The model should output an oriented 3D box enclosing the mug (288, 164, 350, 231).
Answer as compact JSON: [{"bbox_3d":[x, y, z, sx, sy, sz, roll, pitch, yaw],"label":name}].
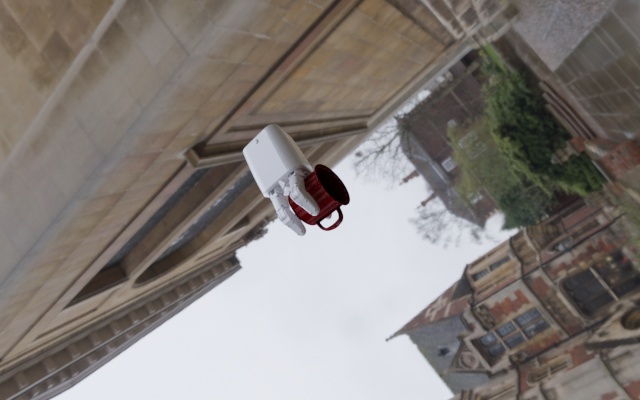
[{"bbox_3d":[0.001,0.004,0.882,0.081,0.117,0.093,-39,-21,25],"label":"mug"}]
